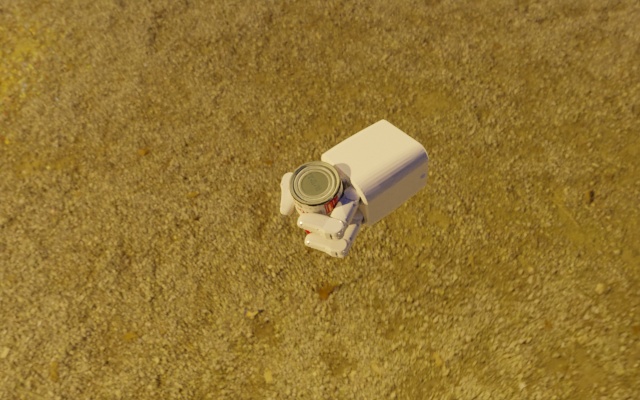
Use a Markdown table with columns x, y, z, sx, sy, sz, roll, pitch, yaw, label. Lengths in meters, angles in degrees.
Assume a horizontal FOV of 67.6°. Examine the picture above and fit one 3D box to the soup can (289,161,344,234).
| x | y | z | sx | sy | sz | roll | pitch | yaw | label |
| --- | --- | --- | --- | --- | --- | --- | --- | --- | --- |
| 0.000 | 0.002 | 0.638 | 0.068 | 0.068 | 0.102 | 0 | -30 | 10 | soup can |
